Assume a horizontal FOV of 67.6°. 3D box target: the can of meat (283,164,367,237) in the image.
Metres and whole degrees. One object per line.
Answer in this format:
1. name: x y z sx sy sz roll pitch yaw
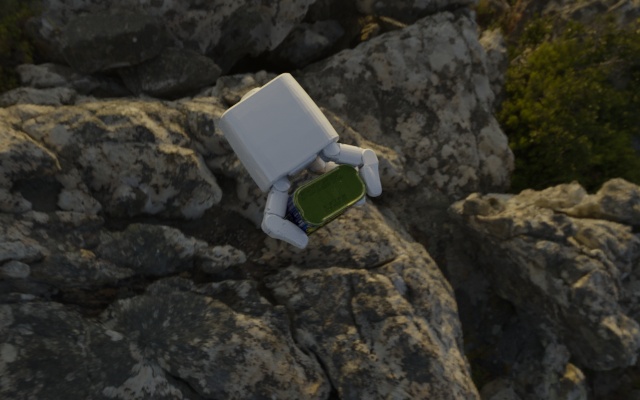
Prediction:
1. can of meat: 0.000 0.002 0.612 0.102 0.057 0.084 -31 -4 -25
